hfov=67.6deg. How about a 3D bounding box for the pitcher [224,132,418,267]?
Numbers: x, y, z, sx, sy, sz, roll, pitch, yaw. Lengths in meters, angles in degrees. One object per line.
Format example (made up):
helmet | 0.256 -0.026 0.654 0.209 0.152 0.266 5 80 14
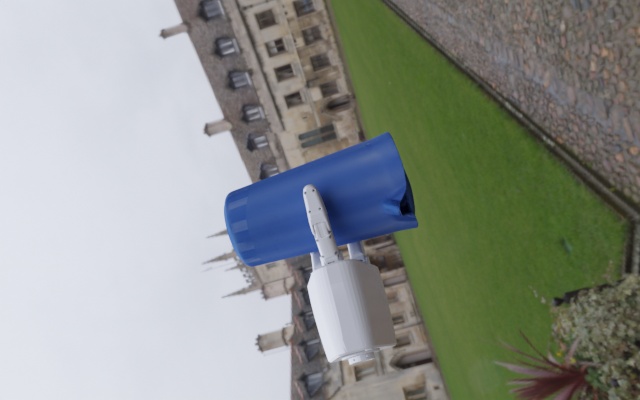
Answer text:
pitcher | 0.000 0.002 0.655 0.243 0.145 0.149 -17 -20 5
